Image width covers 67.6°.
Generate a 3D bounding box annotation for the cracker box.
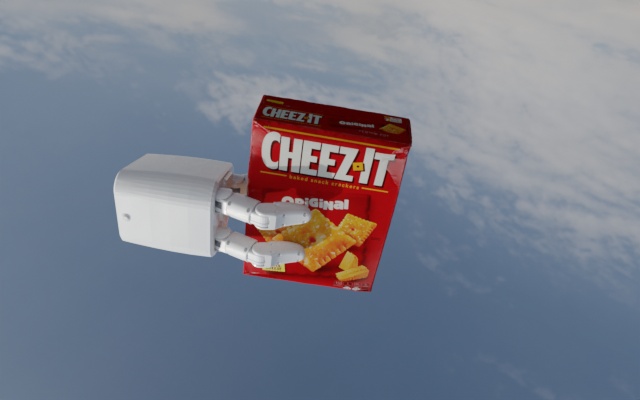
[{"bbox_3d":[0.000,0.002,0.551,0.164,0.214,0.072,9,35,-1],"label":"cracker box"}]
